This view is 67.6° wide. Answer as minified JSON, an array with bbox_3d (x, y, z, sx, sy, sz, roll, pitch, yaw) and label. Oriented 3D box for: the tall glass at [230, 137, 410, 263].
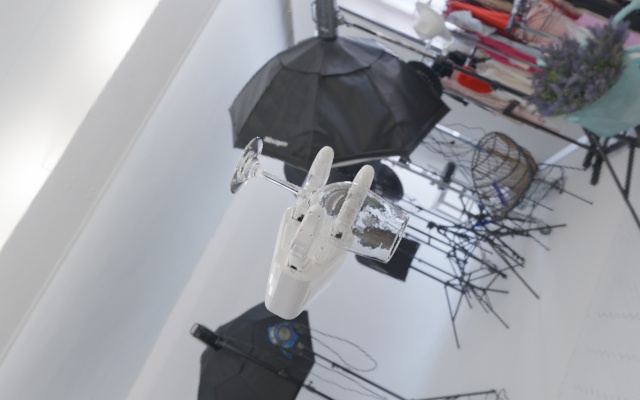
[{"bbox_3d":[-0.001,0.001,0.559,0.201,0.079,0.079,26,3,6],"label":"tall glass"}]
